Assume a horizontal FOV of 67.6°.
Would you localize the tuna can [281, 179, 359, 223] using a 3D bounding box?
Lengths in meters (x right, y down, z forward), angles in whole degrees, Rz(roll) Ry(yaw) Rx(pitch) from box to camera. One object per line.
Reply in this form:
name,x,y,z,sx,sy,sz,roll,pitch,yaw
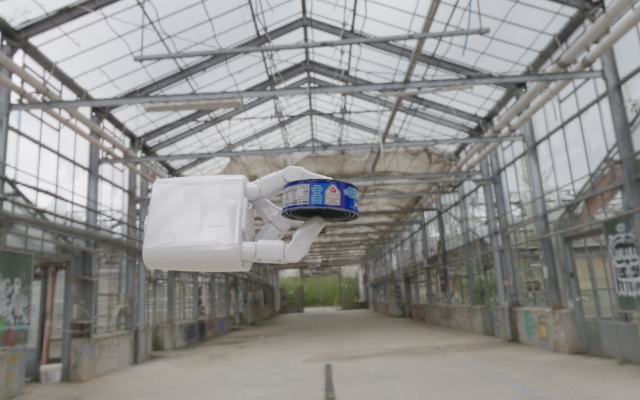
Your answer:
tuna can,0.000,0.001,0.531,0.086,0.033,0.086,2,-12,0
